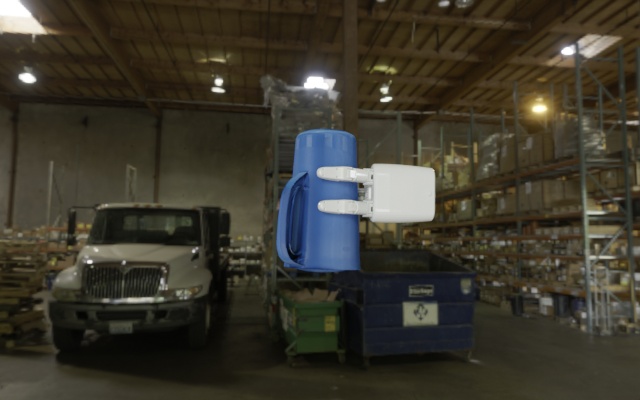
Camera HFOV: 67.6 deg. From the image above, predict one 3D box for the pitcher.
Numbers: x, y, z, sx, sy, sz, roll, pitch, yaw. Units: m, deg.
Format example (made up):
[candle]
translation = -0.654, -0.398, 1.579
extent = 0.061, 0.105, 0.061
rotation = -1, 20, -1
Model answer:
[pitcher]
translation = 0.000, 0.003, 0.831
extent = 0.145, 0.243, 0.149
rotation = 2, -5, -4
